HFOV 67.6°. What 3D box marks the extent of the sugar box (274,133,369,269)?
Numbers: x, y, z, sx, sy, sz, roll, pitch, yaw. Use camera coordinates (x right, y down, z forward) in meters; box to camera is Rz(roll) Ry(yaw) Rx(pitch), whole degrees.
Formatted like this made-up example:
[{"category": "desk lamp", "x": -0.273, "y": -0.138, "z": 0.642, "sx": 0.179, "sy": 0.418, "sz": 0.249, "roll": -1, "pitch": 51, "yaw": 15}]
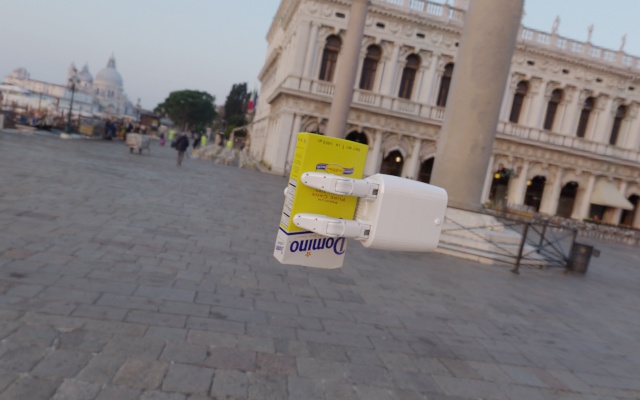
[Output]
[{"category": "sugar box", "x": 0.000, "y": 0.002, "z": 0.648, "sx": 0.093, "sy": 0.176, "sz": 0.048, "roll": 8, "pitch": 6, "yaw": -23}]
